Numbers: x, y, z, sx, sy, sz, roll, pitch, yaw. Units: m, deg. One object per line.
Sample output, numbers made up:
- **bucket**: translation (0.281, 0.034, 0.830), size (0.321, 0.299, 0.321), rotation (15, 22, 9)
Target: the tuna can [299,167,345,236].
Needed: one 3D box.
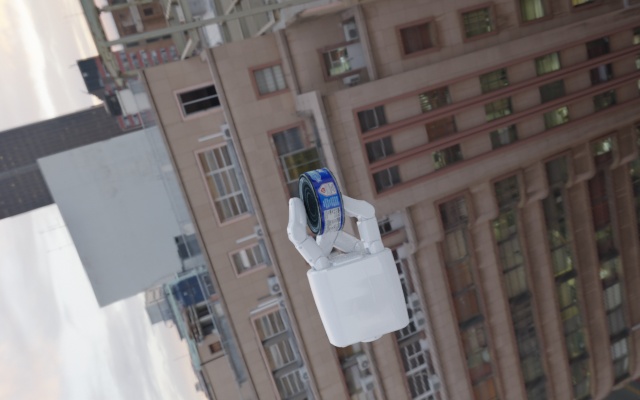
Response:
- **tuna can**: translation (0.000, 0.002, 0.624), size (0.034, 0.086, 0.086), rotation (-14, 4, -16)
